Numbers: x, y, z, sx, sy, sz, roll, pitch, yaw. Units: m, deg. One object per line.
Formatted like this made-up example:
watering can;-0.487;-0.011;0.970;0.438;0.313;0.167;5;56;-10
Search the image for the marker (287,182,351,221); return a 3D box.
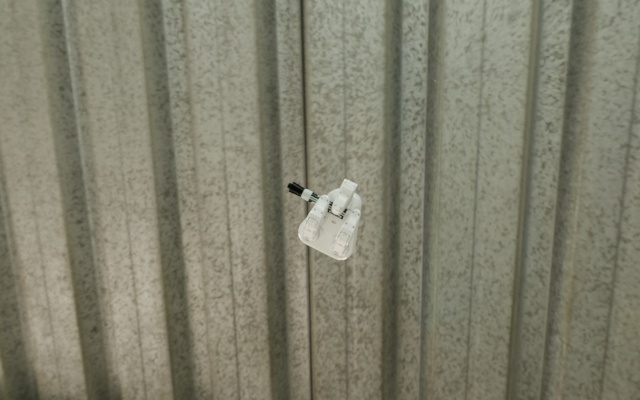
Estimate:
marker;0.000;0.003;0.780;0.121;0.020;0.020;27;3;6
